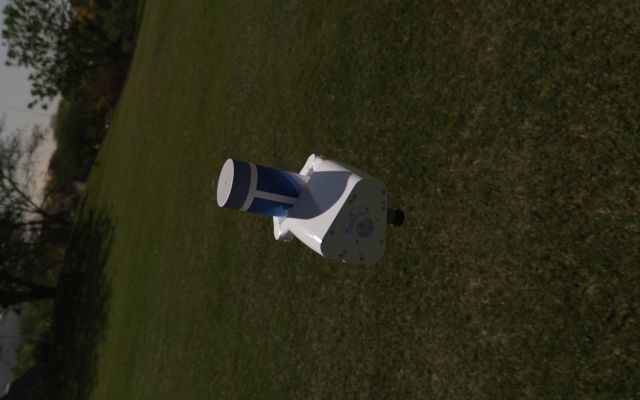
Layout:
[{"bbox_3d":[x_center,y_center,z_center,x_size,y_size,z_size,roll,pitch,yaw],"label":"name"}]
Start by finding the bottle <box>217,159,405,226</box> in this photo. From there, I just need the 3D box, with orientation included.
[{"bbox_3d":[0.000,0.002,0.707,0.296,0.069,0.069,12,-5,-27],"label":"bottle"}]
